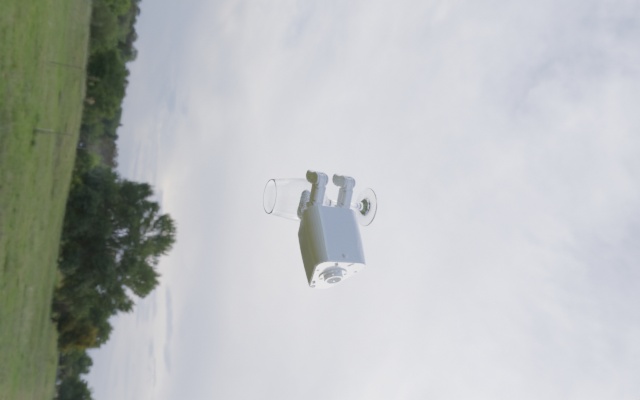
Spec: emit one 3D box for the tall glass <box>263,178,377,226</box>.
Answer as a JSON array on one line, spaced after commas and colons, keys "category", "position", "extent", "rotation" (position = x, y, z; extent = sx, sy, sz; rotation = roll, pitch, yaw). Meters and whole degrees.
[{"category": "tall glass", "position": [0.001, 0.003, 0.870], "extent": [0.201, 0.079, 0.079], "rotation": [7, -3, -27]}]
